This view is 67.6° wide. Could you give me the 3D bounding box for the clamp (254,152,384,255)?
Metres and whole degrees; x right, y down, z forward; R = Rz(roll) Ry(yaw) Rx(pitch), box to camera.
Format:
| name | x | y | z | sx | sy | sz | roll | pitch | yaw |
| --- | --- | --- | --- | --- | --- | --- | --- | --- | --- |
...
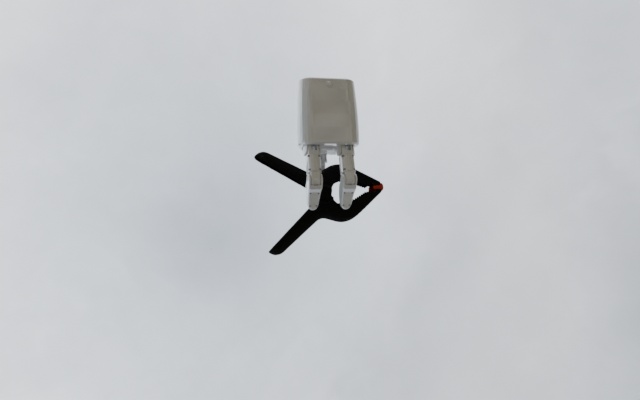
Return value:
| name | x | y | z | sx | sy | sz | roll | pitch | yaw |
| --- | --- | --- | --- | --- | --- | --- | --- | --- | --- |
| clamp | 0.000 | 0.002 | 0.777 | 0.210 | 0.164 | 0.036 | -1 | -3 | -13 |
